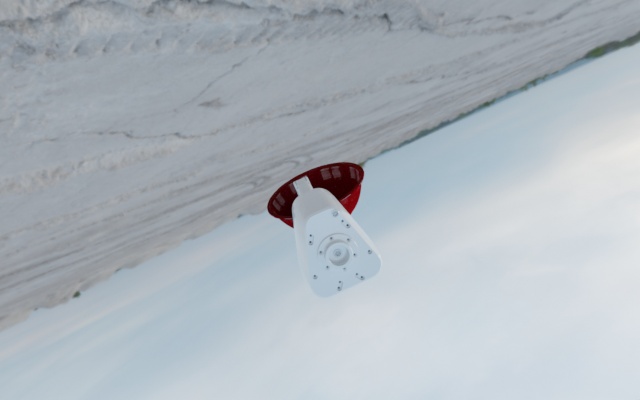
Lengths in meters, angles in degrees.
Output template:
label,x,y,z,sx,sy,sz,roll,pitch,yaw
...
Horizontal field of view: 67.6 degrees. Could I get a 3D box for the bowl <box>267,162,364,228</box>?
label,x,y,z,sx,sy,sz,roll,pitch,yaw
bowl,0.000,0.002,0.753,0.162,0.055,0.162,-19,26,10
